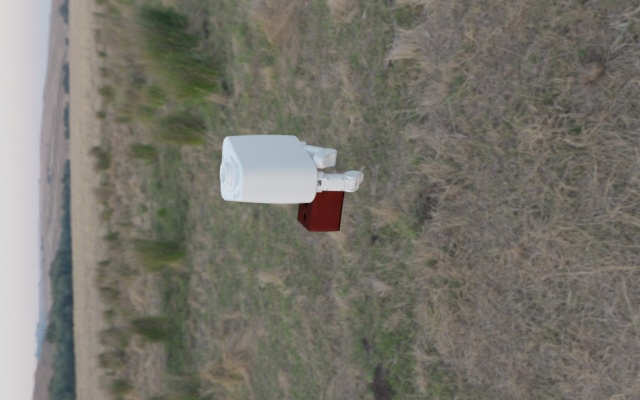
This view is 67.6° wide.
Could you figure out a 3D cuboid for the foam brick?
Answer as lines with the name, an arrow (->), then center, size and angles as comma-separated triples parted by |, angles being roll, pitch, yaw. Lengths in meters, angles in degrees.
foam brick -> 0.000, 0.003, 0.716 | 0.051, 0.078, 0.053 | -2, 19, -25
